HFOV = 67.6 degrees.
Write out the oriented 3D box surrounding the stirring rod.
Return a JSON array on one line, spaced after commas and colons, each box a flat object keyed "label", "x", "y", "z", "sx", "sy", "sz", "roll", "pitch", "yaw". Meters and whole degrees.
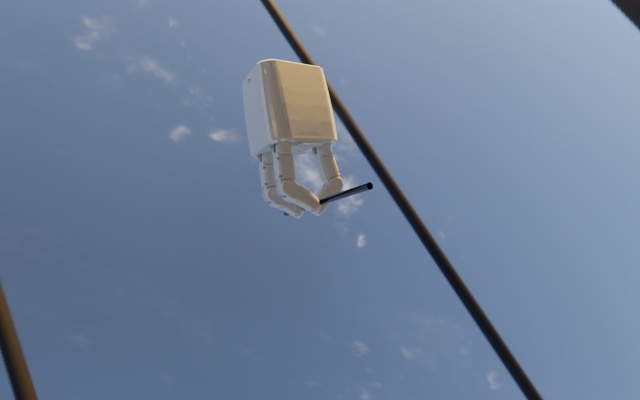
[{"label": "stirring rod", "x": 0.000, "y": 0.002, "z": 0.604, "sx": 0.011, "sy": 0.011, "sz": 0.239, "roll": 0, "pitch": -8, "yaw": -25}]
